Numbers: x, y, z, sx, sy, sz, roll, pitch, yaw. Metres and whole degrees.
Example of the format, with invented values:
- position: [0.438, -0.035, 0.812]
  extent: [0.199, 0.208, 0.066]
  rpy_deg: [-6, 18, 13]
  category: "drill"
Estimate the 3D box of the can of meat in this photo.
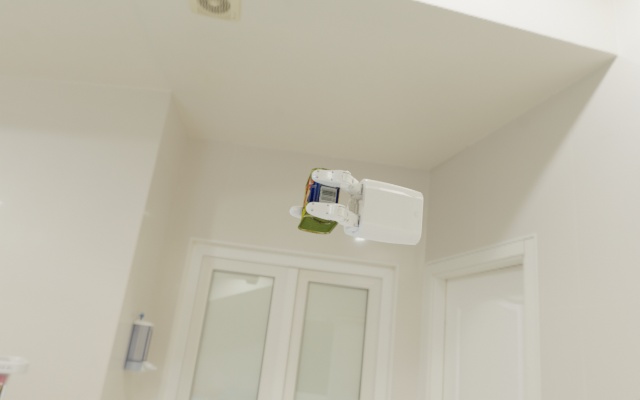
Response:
- position: [0.000, 0.002, 0.794]
  extent: [0.057, 0.084, 0.102]
  rpy_deg: [10, -18, -7]
  category: "can of meat"
